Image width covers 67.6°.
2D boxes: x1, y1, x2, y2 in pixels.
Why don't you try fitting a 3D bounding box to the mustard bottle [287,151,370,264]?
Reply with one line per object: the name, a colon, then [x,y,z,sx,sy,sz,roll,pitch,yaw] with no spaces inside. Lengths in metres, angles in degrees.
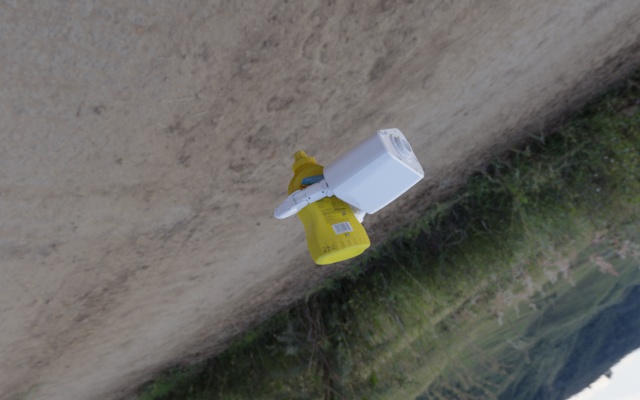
mustard bottle: [0.000,0.003,0.760,0.096,0.191,0.058,-10,-25,-32]
